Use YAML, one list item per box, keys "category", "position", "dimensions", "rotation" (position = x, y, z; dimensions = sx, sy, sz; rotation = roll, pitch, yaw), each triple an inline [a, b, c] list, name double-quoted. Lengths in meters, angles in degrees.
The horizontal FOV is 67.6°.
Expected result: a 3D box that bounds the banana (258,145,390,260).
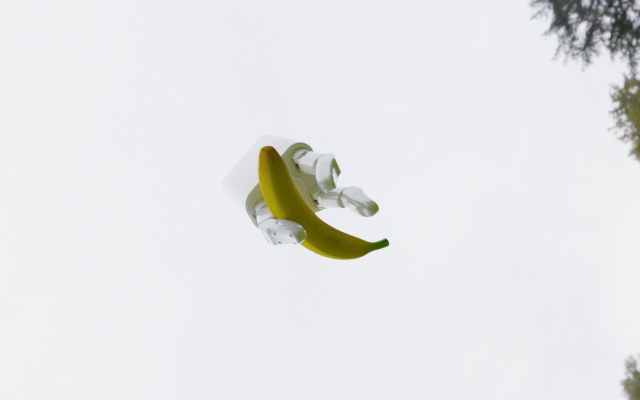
- category: "banana"
  position: [-0.010, 0.018, 0.538]
  dimensions: [0.198, 0.069, 0.037]
  rotation: [37, 8, -29]
